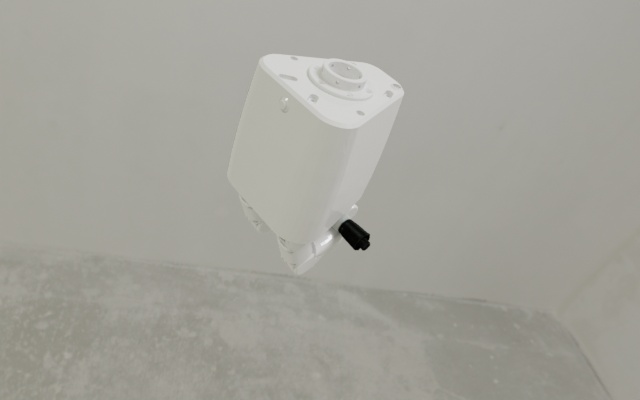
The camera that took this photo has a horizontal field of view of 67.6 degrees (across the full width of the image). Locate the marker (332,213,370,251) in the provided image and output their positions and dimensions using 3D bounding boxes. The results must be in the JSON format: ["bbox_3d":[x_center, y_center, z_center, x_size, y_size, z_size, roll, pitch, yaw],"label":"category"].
[{"bbox_3d":[0.000,0.001,0.428,0.121,0.020,0.020,44,23,26],"label":"marker"}]
